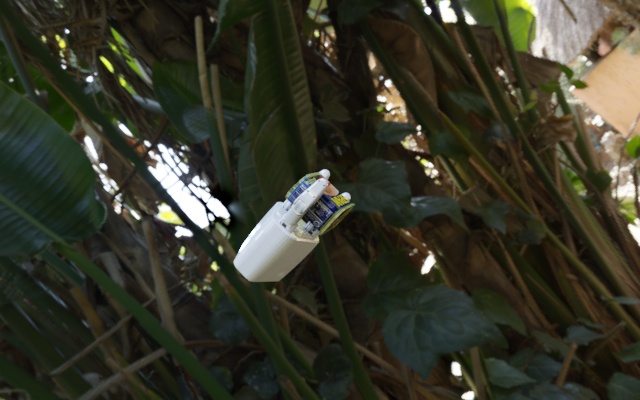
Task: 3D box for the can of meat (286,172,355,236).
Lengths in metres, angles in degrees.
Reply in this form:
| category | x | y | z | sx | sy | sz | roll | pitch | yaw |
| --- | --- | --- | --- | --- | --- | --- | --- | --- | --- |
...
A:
| category | x | y | z | sx | sy | sz | roll | pitch | yaw |
| --- | --- | --- | --- | --- | --- | --- | --- | --- | --- |
| can of meat | 0.000 | 0.002 | 0.775 | 0.084 | 0.057 | 0.102 | 44 | 17 | 8 |
